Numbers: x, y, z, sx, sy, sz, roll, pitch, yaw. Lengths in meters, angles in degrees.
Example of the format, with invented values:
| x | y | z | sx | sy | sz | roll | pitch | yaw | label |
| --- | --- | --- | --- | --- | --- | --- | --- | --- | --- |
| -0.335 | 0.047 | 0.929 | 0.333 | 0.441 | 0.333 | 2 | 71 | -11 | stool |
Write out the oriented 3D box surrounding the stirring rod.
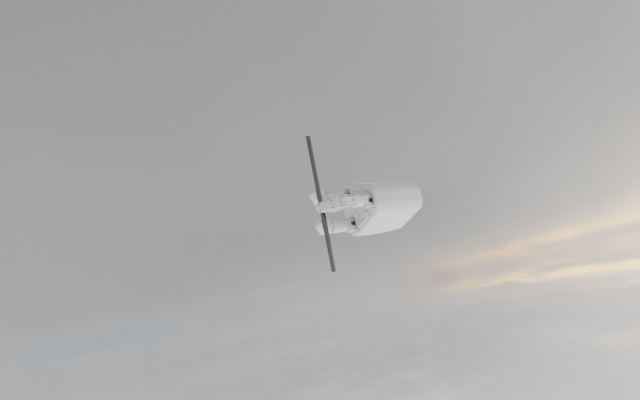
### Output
| x | y | z | sx | sy | sz | roll | pitch | yaw | label |
| --- | --- | --- | --- | --- | --- | --- | --- | --- | --- |
| 0.000 | 0.003 | 0.819 | 0.011 | 0.239 | 0.011 | -11 | -11 | -2 | stirring rod |
